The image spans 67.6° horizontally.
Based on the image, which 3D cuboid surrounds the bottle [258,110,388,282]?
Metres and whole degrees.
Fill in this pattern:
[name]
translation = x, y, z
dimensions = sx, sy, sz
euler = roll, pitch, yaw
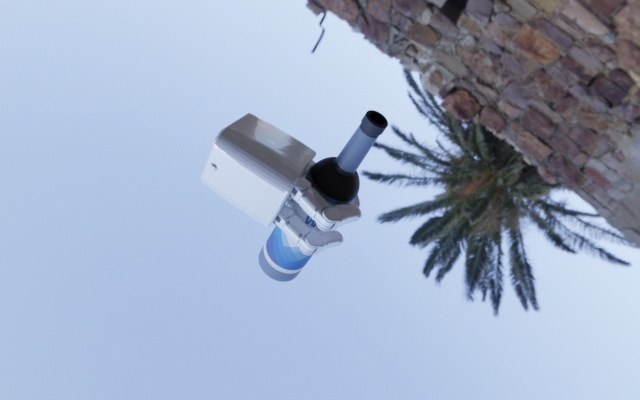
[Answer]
[bottle]
translation = 0.000, 0.002, 0.612
dimensions = 0.069, 0.069, 0.296
euler = 0, -38, -32
